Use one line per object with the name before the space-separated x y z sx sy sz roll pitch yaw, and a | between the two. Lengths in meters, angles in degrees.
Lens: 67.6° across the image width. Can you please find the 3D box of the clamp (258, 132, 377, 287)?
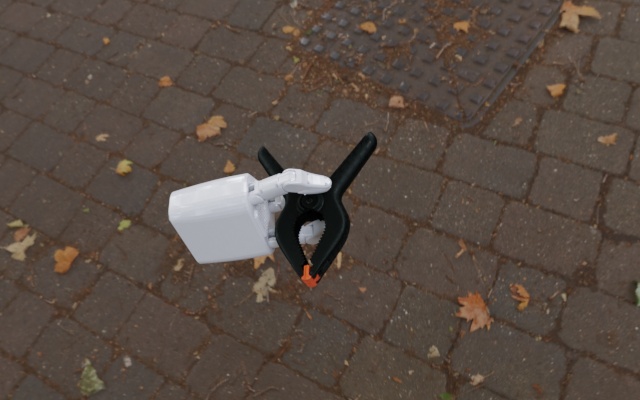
clamp | 0.000 0.002 0.598 0.164 0.209 0.036 -12 -31 12
